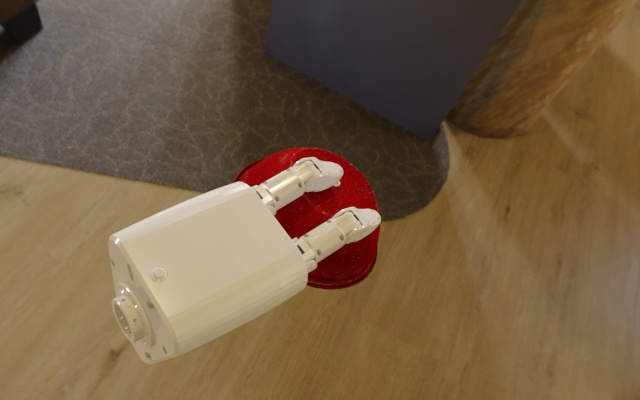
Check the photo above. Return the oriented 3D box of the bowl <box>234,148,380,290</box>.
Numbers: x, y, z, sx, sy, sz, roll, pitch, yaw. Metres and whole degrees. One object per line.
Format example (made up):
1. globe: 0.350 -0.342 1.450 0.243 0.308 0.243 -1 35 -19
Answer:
1. bowl: 0.001 0.001 0.455 0.162 0.162 0.055 0 -40 -39
